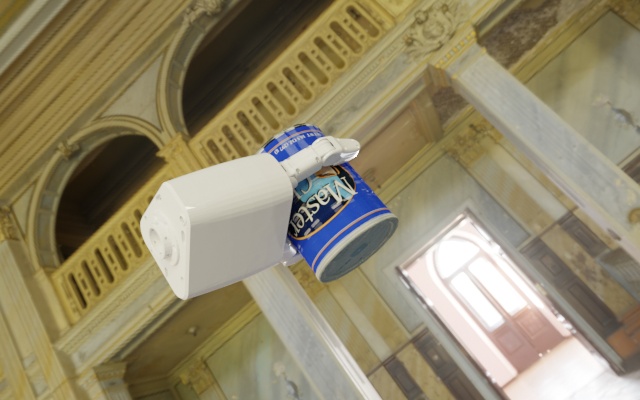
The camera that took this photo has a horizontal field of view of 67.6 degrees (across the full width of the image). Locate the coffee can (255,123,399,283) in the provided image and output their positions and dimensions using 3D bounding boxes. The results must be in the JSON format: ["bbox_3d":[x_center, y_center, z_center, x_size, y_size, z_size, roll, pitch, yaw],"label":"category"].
[{"bbox_3d":[0.000,0.002,0.513,0.103,0.140,0.103,-32,-23,-15],"label":"coffee can"}]
